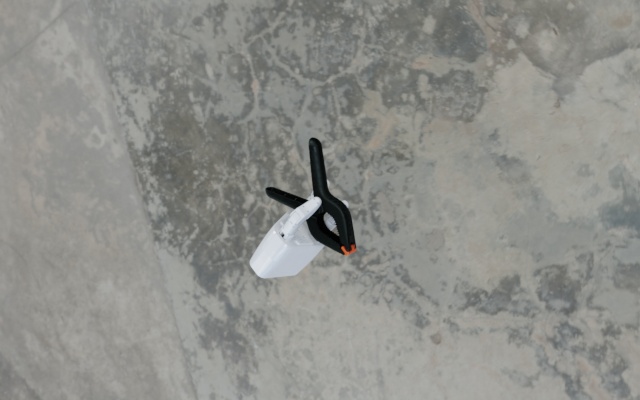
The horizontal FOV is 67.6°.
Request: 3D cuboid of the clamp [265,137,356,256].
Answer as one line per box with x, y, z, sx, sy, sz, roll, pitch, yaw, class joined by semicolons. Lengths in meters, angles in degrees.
0.000;0.004;0.859;0.036;0.210;0.165;-21;-25;-50;clamp
